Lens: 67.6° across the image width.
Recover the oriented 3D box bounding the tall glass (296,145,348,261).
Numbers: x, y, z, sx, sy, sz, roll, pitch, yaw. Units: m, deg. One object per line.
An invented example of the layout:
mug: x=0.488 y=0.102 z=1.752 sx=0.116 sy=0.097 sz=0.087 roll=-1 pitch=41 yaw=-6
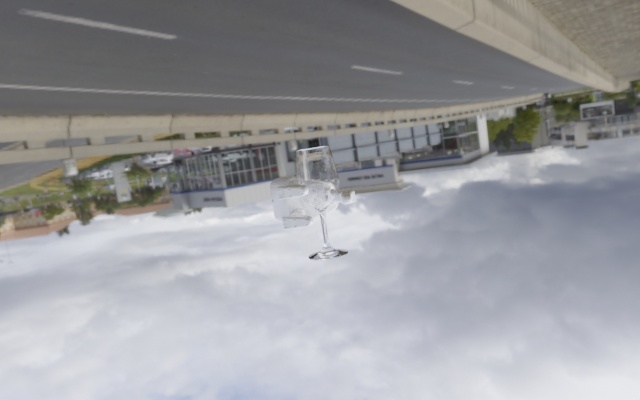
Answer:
tall glass: x=0.000 y=0.004 z=0.873 sx=0.079 sy=0.201 sz=0.079 roll=-8 pitch=7 yaw=1
